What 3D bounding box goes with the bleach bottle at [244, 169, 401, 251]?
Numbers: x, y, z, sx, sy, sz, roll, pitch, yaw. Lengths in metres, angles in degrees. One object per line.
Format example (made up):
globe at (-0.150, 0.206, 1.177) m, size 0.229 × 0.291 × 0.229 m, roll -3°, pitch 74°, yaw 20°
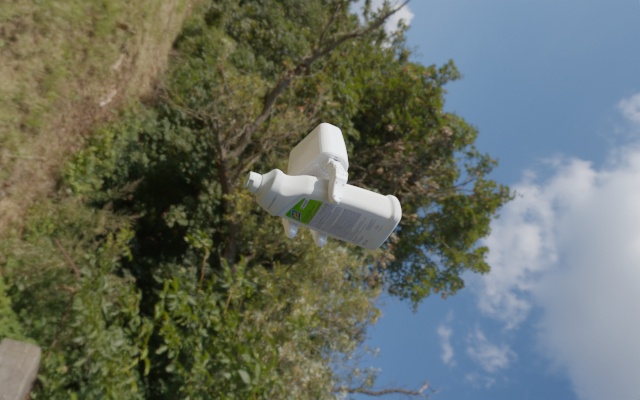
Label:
bleach bottle at (0.000, 0.003, 0.783) m, size 0.251 × 0.103 × 0.068 m, roll 20°, pitch 34°, yaw -19°
